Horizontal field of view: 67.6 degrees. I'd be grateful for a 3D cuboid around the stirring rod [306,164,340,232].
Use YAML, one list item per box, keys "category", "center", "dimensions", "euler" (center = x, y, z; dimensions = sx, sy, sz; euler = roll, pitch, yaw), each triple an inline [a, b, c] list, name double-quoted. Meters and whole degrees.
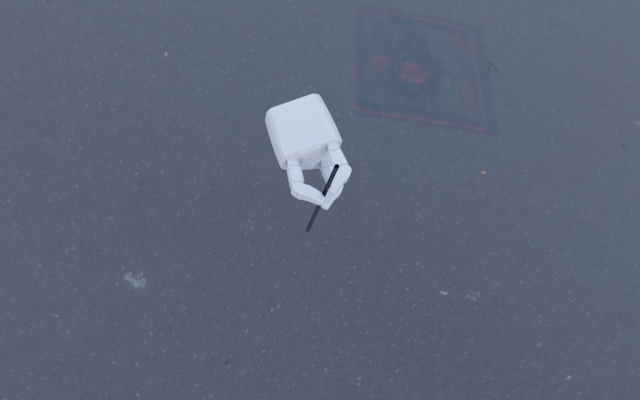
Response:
- category: "stirring rod"
  center: [0.000, 0.003, 0.836]
  dimensions: [0.011, 0.011, 0.240]
  euler: [0, -27, -14]
